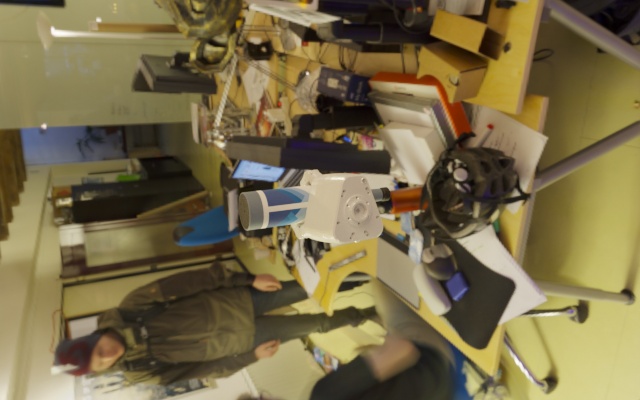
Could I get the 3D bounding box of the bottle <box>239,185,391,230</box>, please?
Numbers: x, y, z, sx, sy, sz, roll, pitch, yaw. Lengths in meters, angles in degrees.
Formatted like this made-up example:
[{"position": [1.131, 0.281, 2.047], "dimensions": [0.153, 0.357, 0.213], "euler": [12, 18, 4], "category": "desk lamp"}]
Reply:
[{"position": [0.000, 0.003, 0.888], "dimensions": [0.295, 0.069, 0.069], "euler": [-7, 3, -25], "category": "bottle"}]
